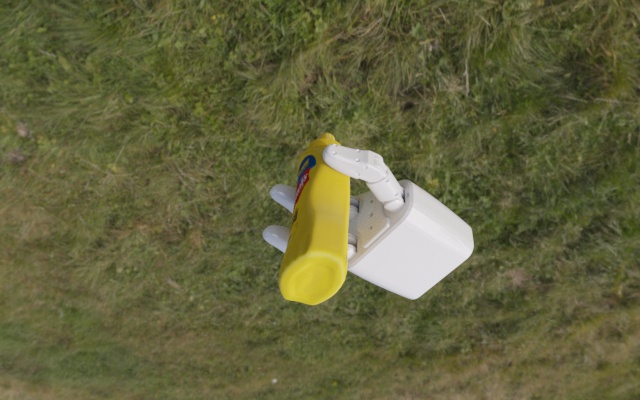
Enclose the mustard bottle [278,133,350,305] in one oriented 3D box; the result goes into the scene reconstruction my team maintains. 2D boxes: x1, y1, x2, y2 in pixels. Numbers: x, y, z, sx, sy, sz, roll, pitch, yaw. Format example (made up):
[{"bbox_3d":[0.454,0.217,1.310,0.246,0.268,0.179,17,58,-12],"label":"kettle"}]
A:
[{"bbox_3d":[0.000,0.002,0.490,0.058,0.191,0.096,14,-40,-8],"label":"mustard bottle"}]
